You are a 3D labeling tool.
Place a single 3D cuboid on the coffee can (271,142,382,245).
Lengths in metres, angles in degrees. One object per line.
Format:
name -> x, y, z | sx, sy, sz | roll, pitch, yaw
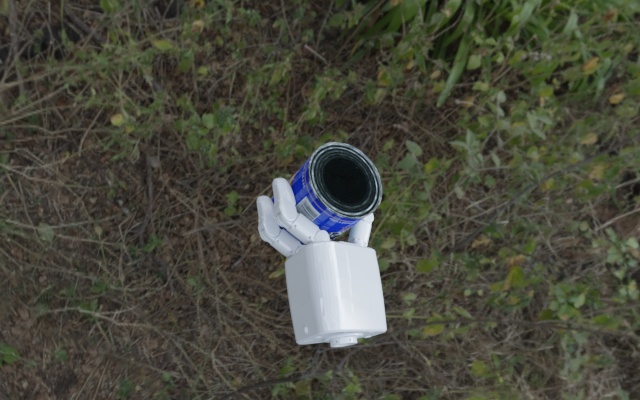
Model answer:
coffee can -> 0.000, 0.002, 0.628 | 0.103, 0.102, 0.140 | 0, -23, -29
